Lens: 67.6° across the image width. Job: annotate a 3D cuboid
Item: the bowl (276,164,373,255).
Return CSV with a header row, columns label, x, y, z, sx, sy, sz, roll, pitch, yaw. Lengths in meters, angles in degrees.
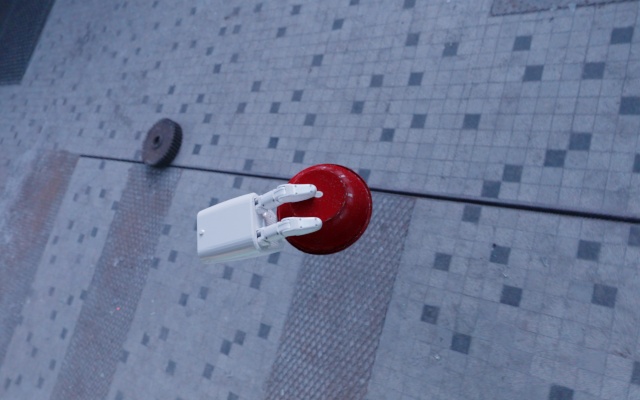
label,x,y,z,sx,sy,sz,roll,pitch,yaw
bowl,0.001,0.002,0.759,0.162,0.162,0.055,0,-23,13
